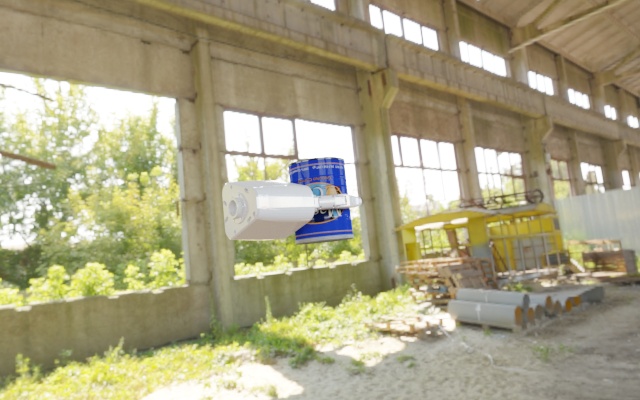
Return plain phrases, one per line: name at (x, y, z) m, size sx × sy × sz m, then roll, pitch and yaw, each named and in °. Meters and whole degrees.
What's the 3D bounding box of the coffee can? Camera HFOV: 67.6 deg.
coffee can at (0.000, 0.003, 0.840) m, size 0.103 × 0.140 × 0.103 m, roll -6°, pitch -7°, yaw -1°
